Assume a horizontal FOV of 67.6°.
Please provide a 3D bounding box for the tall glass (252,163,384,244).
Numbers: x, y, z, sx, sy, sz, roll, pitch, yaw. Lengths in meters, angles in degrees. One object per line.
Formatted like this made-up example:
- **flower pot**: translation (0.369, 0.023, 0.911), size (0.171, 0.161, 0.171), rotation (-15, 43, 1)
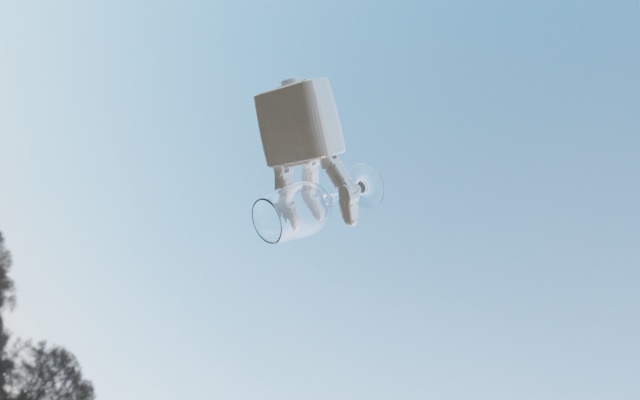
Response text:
- **tall glass**: translation (0.001, 0.002, 0.681), size (0.201, 0.079, 0.079), rotation (-20, 14, -41)
